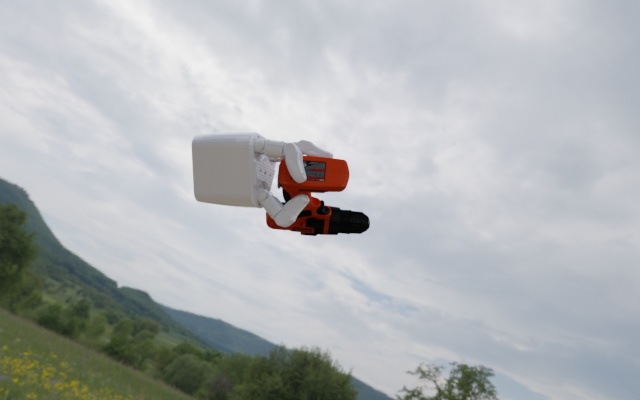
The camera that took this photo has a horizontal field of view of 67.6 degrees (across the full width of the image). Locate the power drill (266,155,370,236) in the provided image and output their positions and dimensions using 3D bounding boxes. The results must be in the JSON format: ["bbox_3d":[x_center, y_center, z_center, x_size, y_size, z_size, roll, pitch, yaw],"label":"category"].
[{"bbox_3d":[0.000,0.002,0.782,0.184,0.057,0.188,3,-30,-3],"label":"power drill"}]
